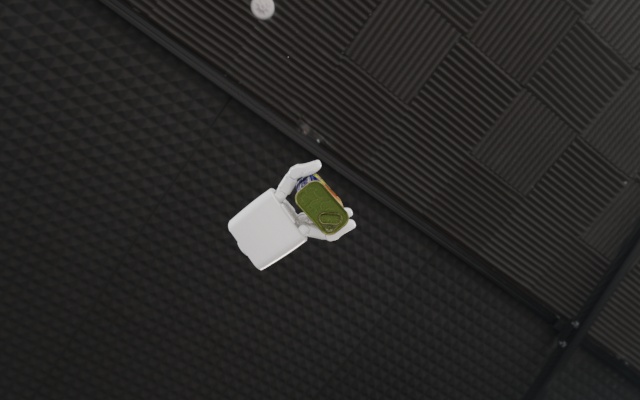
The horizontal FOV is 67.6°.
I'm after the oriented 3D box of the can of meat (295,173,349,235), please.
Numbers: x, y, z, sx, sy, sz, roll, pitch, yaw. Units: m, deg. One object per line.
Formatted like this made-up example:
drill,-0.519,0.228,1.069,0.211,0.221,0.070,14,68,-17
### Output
can of meat,0.000,0.003,0.863,0.057,0.102,0.084,-40,15,7
